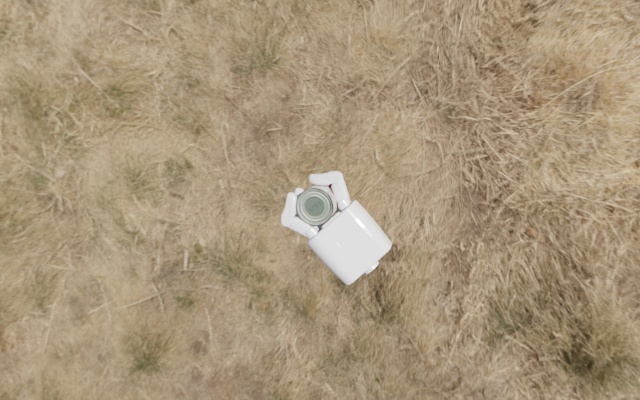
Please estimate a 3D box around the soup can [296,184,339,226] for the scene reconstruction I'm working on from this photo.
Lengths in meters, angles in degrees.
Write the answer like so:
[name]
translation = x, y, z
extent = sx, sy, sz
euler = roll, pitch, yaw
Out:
[soup can]
translation = 0.000, 0.002, 0.870
extent = 0.068, 0.068, 0.102
euler = 0, 10, 13
